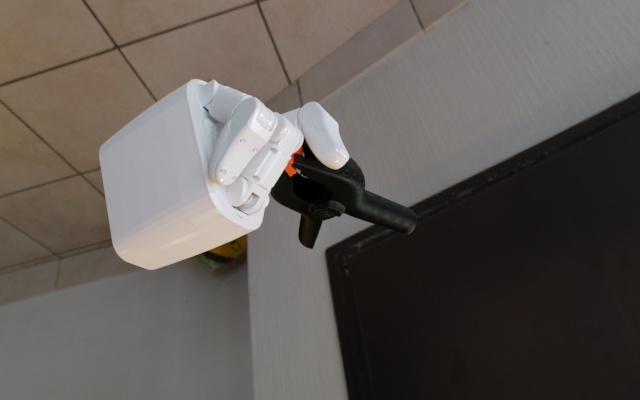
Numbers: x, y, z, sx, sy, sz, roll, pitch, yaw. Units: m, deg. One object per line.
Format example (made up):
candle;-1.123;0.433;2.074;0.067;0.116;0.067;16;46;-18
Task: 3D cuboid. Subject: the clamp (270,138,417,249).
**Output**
clamp;0.000;0.002;0.422;0.120;0.039;0.171;-21;-37;25
